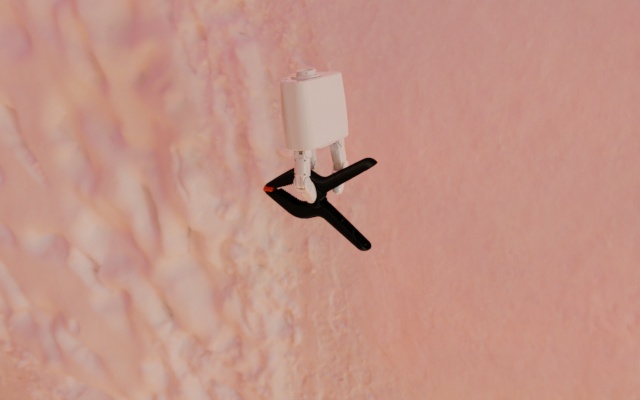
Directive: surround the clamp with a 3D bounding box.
[{"bbox_3d":[-0.001,0.003,0.818,0.210,0.165,0.036,5,22,25],"label":"clamp"}]
